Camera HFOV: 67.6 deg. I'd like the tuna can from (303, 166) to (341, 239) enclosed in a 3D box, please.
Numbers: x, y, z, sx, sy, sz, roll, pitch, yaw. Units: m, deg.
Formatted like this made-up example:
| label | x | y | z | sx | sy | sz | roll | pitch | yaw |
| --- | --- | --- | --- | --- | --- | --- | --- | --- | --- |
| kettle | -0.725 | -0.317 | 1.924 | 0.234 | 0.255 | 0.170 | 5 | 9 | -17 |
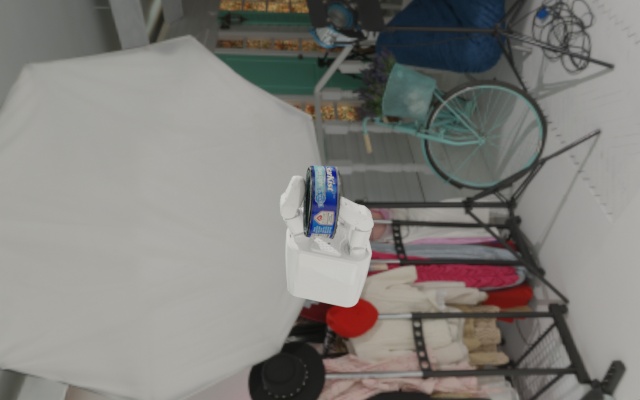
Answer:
| label | x | y | z | sx | sy | sz | roll | pitch | yaw |
| --- | --- | --- | --- | --- | --- | --- | --- | --- | --- |
| tuna can | 0.000 | 0.002 | 0.560 | 0.034 | 0.086 | 0.086 | 3 | -1 | -7 |
